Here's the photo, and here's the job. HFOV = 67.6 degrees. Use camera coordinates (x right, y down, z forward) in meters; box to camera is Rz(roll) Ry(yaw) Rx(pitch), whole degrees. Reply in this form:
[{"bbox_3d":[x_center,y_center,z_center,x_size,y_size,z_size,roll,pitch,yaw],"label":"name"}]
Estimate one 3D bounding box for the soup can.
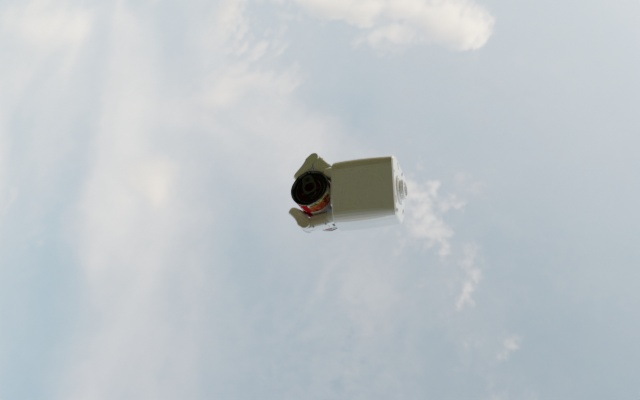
[{"bbox_3d":[0.000,0.003,0.834,0.068,0.068,0.102,0,-29,26],"label":"soup can"}]
